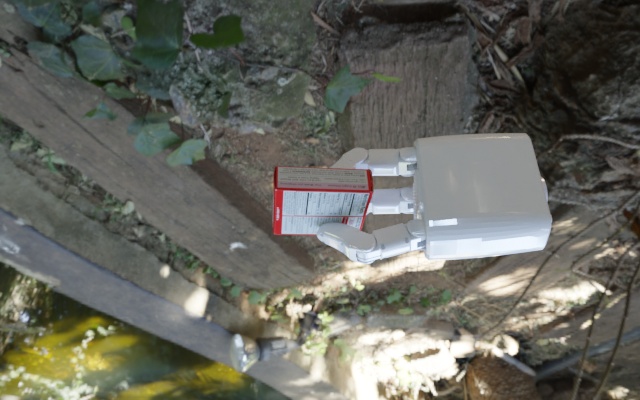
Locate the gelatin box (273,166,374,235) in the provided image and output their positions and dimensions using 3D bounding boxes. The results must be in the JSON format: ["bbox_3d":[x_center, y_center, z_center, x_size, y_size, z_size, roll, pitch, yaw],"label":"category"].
[{"bbox_3d":[0.000,0.002,0.448,0.089,0.030,0.073,1,-36,-6],"label":"gelatin box"}]
